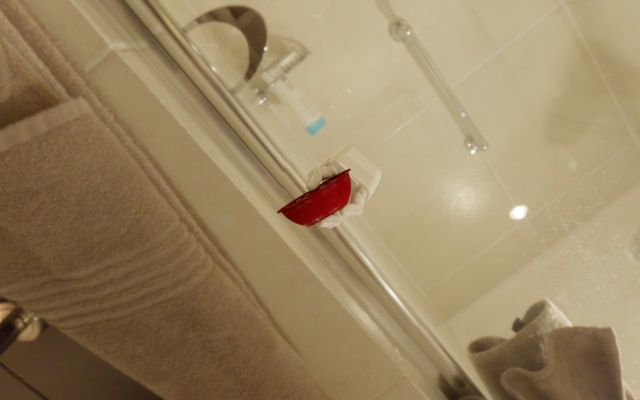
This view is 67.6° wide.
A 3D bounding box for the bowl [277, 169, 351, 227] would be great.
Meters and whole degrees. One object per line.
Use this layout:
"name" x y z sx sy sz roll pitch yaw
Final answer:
"bowl" 0.000 0.004 0.899 0.162 0.055 0.162 -30 4 2
